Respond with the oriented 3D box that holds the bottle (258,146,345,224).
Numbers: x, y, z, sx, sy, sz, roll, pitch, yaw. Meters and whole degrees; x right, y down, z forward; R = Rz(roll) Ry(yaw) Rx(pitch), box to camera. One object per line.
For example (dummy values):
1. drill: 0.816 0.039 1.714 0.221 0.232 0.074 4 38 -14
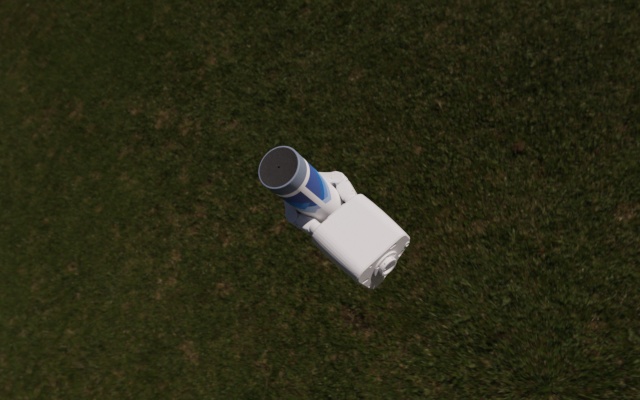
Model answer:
1. bottle: 0.000 0.002 0.797 0.069 0.069 0.296 0 -20 25
